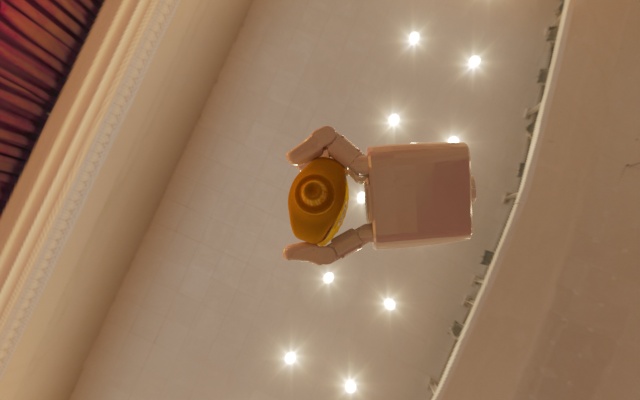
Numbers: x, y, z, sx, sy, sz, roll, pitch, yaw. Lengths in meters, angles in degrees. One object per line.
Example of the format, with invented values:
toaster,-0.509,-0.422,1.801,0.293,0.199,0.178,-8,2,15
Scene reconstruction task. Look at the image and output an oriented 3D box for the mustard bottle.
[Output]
mustard bottle,0.000,0.002,0.542,0.058,0.096,0.191,20,-4,6
